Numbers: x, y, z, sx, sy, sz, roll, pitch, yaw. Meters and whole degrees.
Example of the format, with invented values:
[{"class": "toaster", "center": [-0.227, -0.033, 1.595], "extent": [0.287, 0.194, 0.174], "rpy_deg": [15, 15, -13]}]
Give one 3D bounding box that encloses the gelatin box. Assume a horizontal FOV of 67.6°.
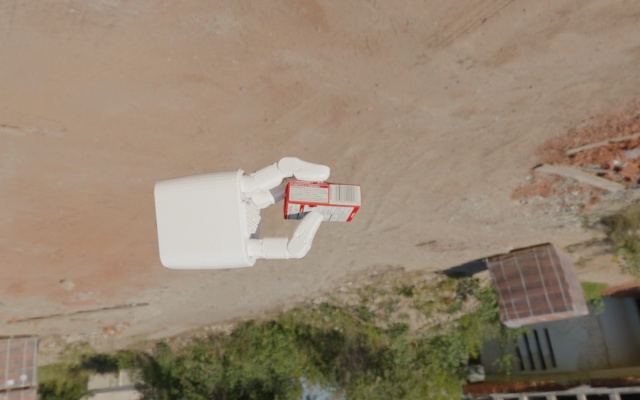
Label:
[{"class": "gelatin box", "center": [0.000, 0.002, 0.580], "extent": [0.089, 0.030, 0.073], "rpy_deg": [3, -17, -5]}]
